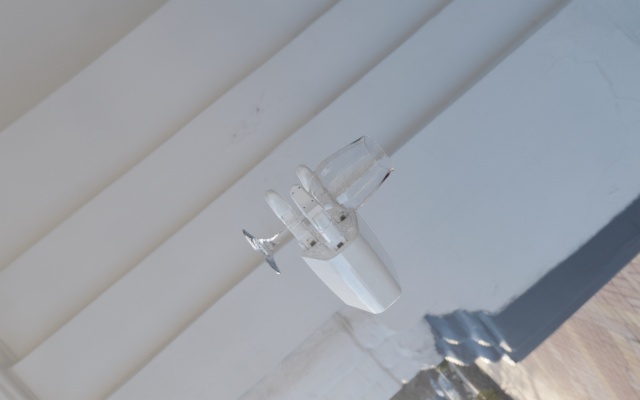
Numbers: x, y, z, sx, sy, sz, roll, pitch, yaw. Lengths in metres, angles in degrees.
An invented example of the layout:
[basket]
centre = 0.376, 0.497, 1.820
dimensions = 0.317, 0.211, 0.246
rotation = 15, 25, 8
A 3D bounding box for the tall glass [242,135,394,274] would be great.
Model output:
[tall glass]
centre = -0.001, 0.002, 0.617
dimensions = 0.201, 0.079, 0.079
rotation = -40, 3, -4
